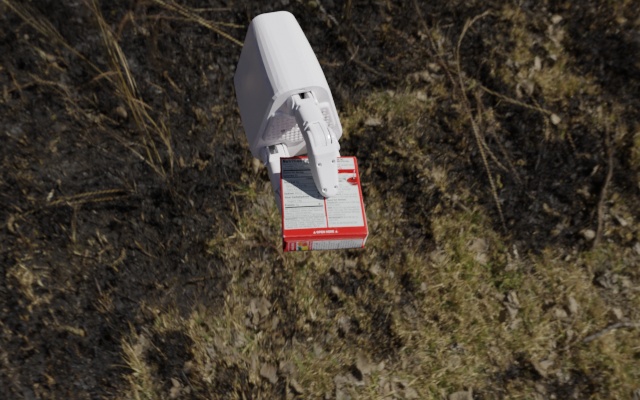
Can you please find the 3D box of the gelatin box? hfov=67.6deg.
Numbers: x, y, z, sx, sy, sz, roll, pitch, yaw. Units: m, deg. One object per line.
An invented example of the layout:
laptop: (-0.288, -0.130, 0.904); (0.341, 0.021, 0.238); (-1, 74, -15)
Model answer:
gelatin box: (0.000, 0.001, 0.435); (0.073, 0.089, 0.030); (-2, -34, -6)
